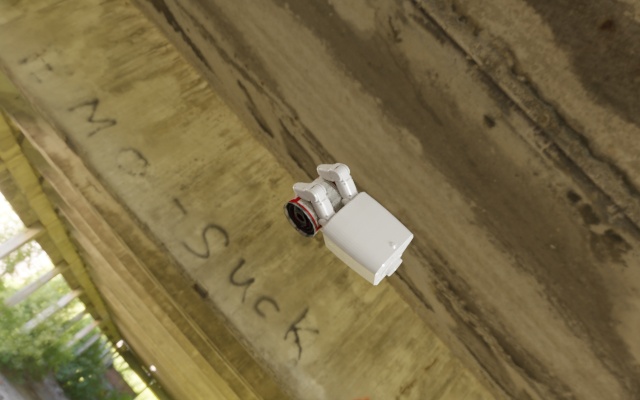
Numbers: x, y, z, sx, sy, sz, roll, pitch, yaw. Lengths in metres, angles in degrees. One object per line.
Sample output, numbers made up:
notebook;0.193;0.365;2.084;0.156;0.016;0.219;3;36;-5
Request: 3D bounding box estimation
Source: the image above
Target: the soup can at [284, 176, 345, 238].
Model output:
soup can;0.000;0.002;0.771;0.102;0.068;0.068;-40;22;-28
